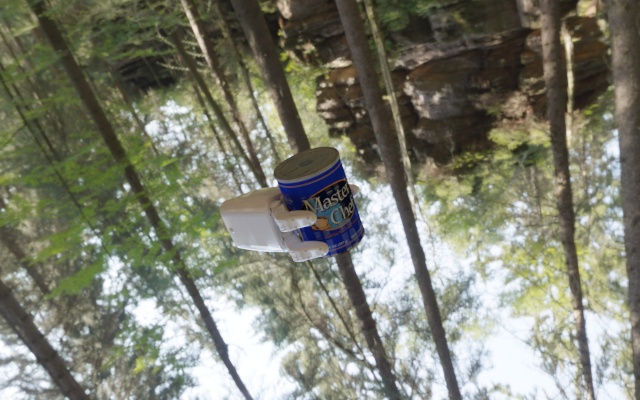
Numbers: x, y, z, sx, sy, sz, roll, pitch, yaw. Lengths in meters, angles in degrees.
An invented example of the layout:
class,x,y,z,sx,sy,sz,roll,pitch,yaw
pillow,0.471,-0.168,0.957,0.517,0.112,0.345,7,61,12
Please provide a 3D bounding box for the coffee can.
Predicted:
class,x,y,z,sx,sy,sz,roll,pitch,yaw
coffee can,0.000,0.002,0.732,0.103,0.140,0.102,-17,25,8
